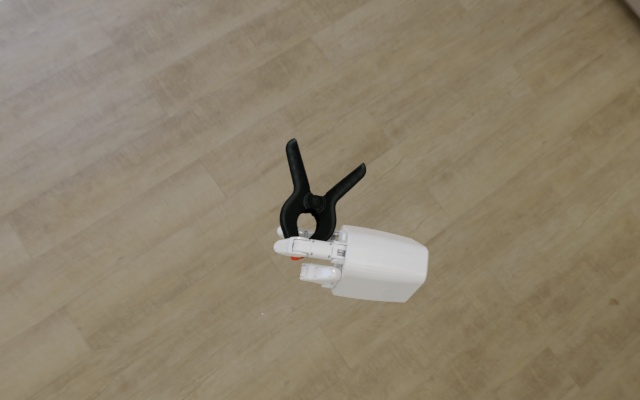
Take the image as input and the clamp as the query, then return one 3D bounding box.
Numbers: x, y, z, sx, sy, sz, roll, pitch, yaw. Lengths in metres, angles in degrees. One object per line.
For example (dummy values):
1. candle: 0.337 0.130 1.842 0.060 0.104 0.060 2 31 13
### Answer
1. clamp: 0.000 0.002 0.667 0.120 0.171 0.039 9 -14 -4
